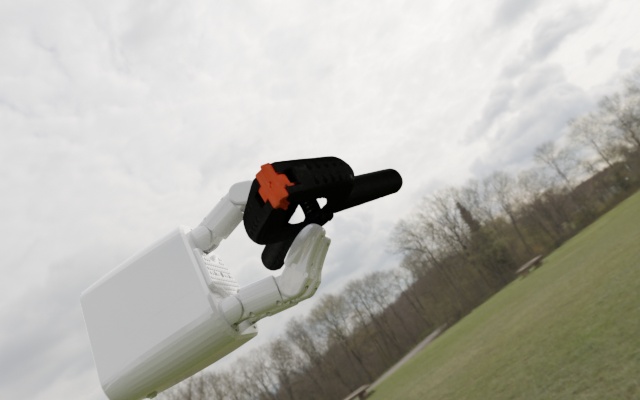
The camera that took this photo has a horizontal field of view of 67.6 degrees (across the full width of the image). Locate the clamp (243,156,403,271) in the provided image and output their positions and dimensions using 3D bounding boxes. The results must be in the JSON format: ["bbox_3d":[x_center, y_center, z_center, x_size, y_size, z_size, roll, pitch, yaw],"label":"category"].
[{"bbox_3d":[-0.001,0.001,0.400,0.164,0.036,0.210,-33,-15,-1],"label":"clamp"}]
